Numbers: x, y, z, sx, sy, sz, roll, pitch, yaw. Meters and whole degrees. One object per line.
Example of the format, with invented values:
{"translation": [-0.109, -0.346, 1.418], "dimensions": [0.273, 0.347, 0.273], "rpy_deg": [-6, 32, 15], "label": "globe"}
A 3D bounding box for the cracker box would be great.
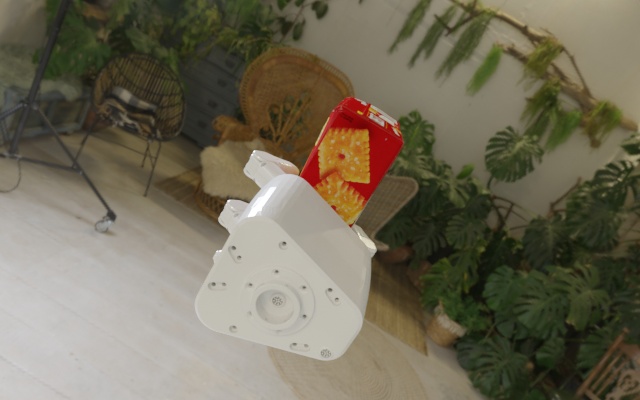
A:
{"translation": [0.000, 0.002, 0.496], "dimensions": [0.072, 0.214, 0.164], "rpy_deg": [31, 17, -2], "label": "cracker box"}
